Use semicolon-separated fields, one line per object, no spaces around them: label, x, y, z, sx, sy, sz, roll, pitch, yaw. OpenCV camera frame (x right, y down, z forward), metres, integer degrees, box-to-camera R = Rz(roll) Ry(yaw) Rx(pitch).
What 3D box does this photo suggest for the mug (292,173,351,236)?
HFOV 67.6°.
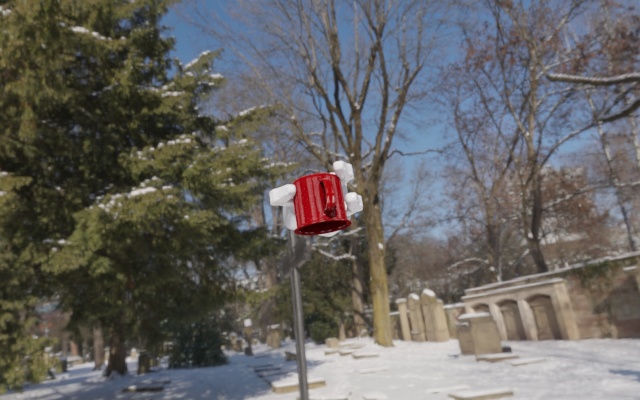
mug;0.000;0.002;0.761;0.093;0.081;0.117;-5;-16;-13
